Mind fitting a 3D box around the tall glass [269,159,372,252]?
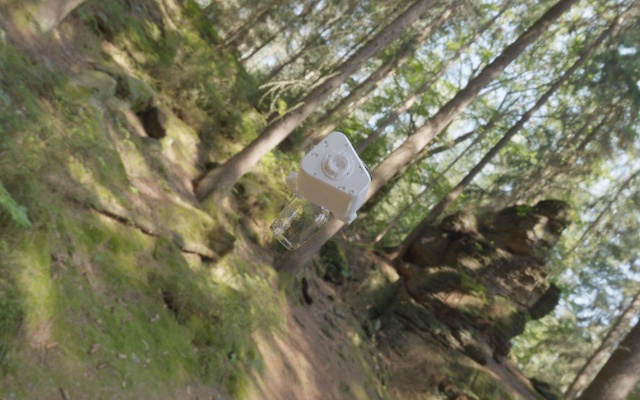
[{"bbox_3d":[0.001,0.002,0.871,0.201,0.079,0.079,-44,14,-15],"label":"tall glass"}]
